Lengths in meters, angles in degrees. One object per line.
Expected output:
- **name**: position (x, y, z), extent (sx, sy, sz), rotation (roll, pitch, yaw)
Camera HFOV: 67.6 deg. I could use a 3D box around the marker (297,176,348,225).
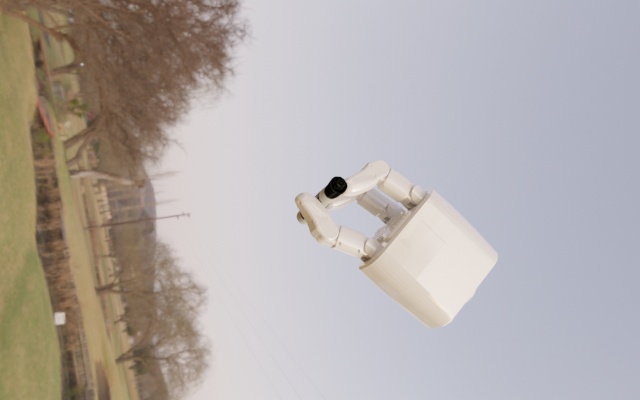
- **marker**: position (0.000, 0.002, 0.520), extent (0.020, 0.020, 0.121), rotation (0, -18, -21)
